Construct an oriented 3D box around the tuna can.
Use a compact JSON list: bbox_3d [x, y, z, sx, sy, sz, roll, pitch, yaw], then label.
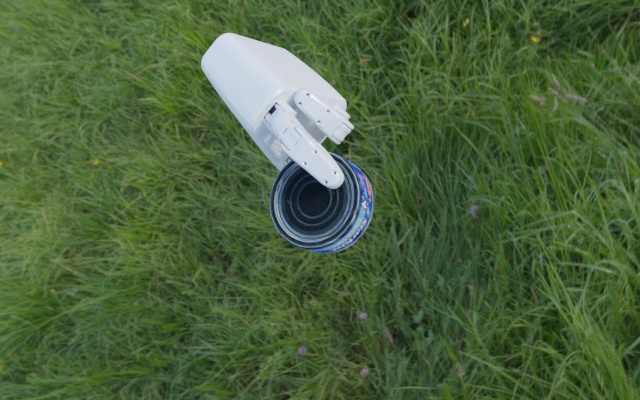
[{"bbox_3d":[0.000,0.001,0.409,0.086,0.086,0.034,0,-11,25],"label":"tuna can"}]
